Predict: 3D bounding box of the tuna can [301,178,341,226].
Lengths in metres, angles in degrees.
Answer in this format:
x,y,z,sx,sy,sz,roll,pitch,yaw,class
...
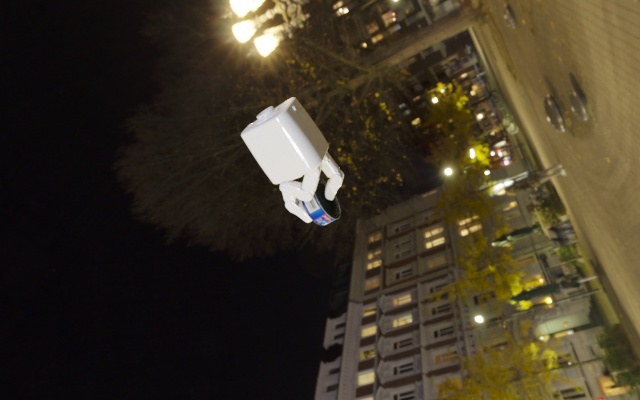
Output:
x,y,z,sx,sy,sz,roll,pitch,yaw,class
0.000,0.003,0.887,0.034,0.086,0.086,-29,-13,24,tuna can
